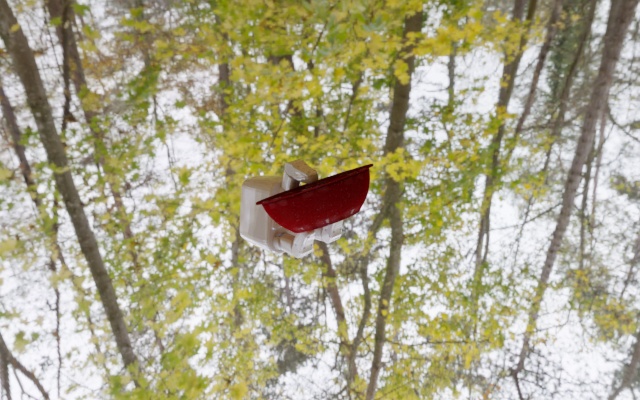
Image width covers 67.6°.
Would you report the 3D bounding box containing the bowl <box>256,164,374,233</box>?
[{"bbox_3d":[0.001,0.002,0.623,0.162,0.055,0.162,-19,3,1],"label":"bowl"}]
